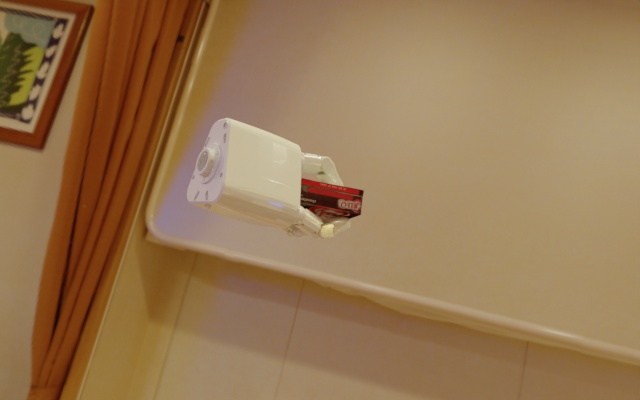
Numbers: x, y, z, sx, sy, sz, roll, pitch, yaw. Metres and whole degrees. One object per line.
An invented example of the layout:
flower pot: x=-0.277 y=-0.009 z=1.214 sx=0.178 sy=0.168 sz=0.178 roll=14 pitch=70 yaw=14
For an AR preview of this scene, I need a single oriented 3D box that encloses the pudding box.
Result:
pudding box: x=0.000 y=0.002 z=0.655 sx=0.090 sy=0.039 sz=0.113 roll=12 pitch=-8 yaw=-11
